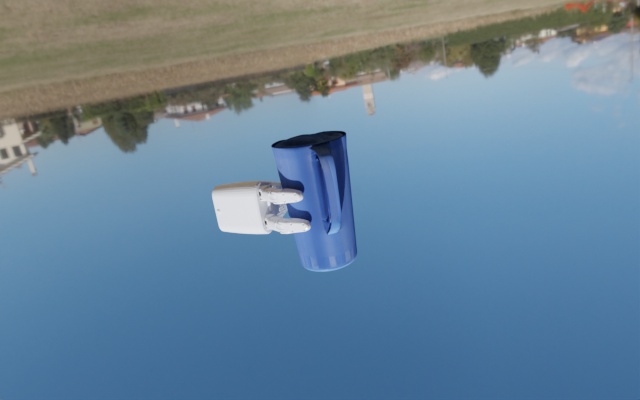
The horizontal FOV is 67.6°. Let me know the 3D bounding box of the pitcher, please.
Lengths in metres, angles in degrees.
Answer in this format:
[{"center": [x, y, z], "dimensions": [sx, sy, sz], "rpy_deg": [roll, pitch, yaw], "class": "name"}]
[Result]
[{"center": [0.000, 0.003, 0.856], "dimensions": [0.145, 0.243, 0.149], "rpy_deg": [-1, 18, 29], "class": "pitcher"}]
